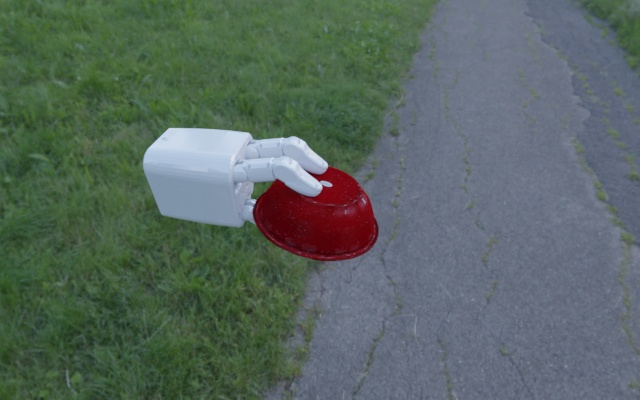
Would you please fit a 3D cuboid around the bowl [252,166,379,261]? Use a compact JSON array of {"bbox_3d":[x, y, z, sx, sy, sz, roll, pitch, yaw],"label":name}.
[{"bbox_3d":[0.001,0.002,0.590,0.162,0.055,0.162,10,33,-6],"label":"bowl"}]
